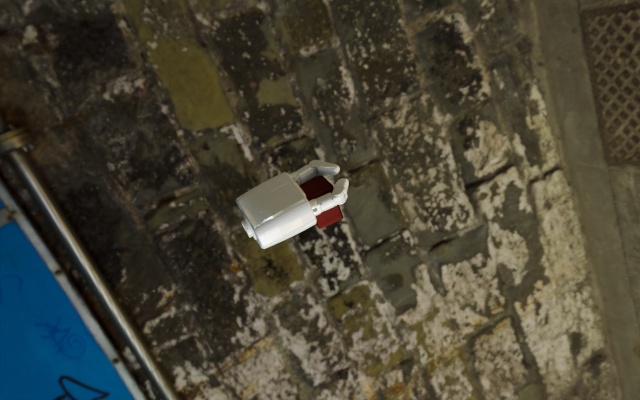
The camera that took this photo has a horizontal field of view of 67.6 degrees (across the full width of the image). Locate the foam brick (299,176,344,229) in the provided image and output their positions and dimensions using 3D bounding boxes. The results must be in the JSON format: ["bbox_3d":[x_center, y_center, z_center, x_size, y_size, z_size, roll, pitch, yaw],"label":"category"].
[{"bbox_3d":[0.000,0.003,0.881,0.051,0.078,0.053,-28,33,-12],"label":"foam brick"}]
